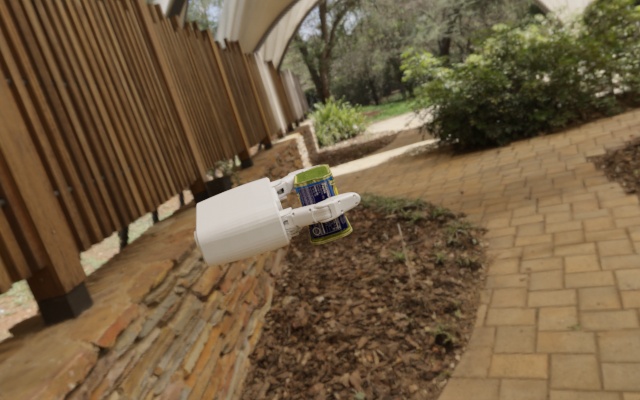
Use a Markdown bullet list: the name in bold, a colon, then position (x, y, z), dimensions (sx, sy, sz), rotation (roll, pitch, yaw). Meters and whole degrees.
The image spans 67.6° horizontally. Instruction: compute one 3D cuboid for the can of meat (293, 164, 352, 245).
- **can of meat**: position (0.000, 0.002, 0.647), dimensions (0.057, 0.084, 0.102), rotation (-18, 12, 0)
